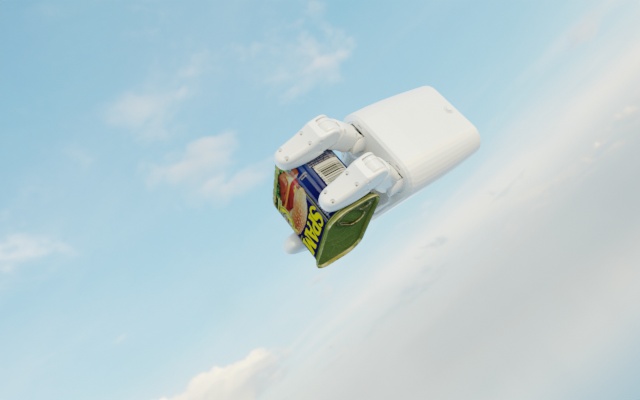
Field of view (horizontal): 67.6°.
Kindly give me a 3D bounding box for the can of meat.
[{"bbox_3d":[0.000,0.001,0.448,0.057,0.084,0.102,-29,-24,-25],"label":"can of meat"}]
